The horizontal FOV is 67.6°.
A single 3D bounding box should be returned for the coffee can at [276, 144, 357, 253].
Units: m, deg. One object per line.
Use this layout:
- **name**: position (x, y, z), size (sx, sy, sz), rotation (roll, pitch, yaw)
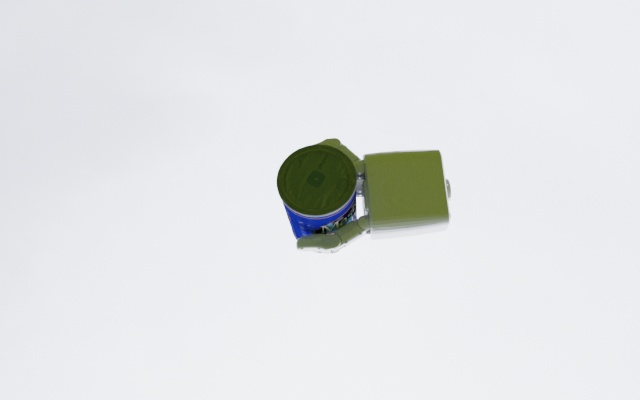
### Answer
- **coffee can**: position (0.000, 0.002, 0.666), size (0.103, 0.102, 0.140), rotation (0, -26, 5)
